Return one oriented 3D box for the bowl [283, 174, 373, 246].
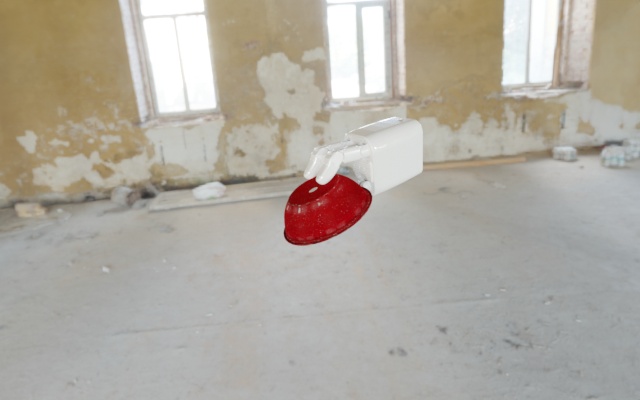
[{"bbox_3d":[-0.001,0.003,0.777,0.162,0.055,0.162,-23,25,11],"label":"bowl"}]
